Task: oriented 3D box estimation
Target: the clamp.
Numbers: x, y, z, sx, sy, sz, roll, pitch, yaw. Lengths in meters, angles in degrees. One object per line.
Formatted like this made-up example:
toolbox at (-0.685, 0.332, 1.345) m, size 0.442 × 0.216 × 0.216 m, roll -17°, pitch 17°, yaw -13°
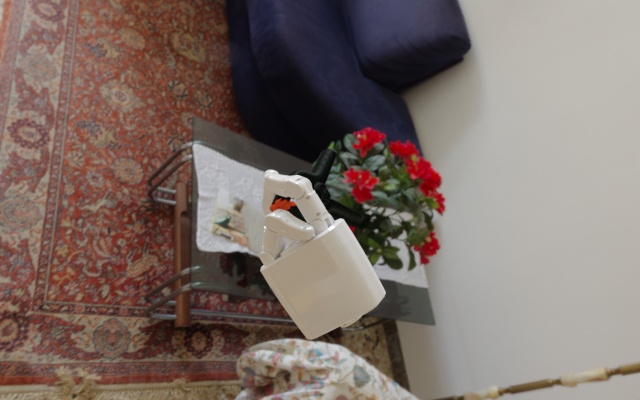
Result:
clamp at (0.000, 0.002, 0.640) m, size 0.039 × 0.120 × 0.171 m, roll -31°, pitch 2°, yaw 37°
